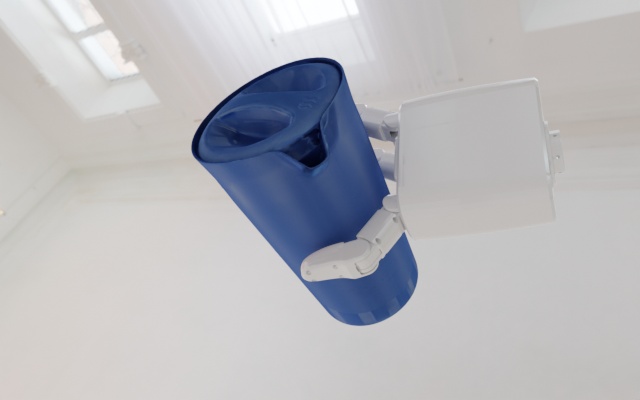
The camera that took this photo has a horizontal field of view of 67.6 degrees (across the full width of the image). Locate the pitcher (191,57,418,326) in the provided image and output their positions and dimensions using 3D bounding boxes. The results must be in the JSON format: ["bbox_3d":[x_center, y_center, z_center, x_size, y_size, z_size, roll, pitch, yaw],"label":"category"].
[{"bbox_3d":[0.000,0.001,0.444,0.145,0.149,0.243,-8,-48,28],"label":"pitcher"}]
